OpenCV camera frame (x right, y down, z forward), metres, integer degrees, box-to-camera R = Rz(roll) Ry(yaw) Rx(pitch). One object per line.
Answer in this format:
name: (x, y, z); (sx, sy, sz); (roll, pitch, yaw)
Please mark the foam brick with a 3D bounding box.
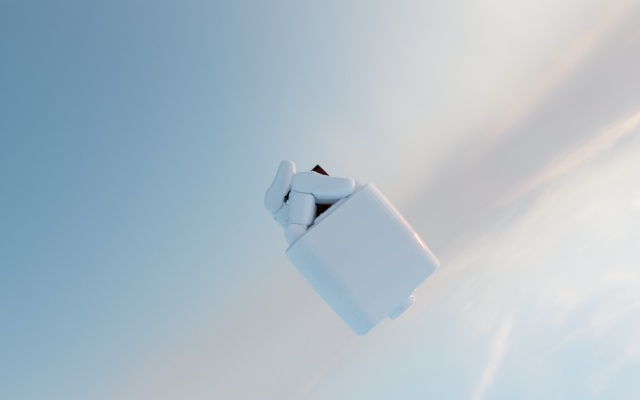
foam brick: (0.000, 0.002, 0.540); (0.053, 0.051, 0.078); (-44, -10, 0)
